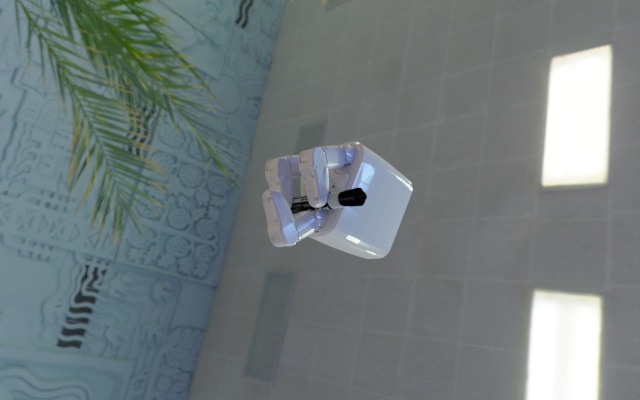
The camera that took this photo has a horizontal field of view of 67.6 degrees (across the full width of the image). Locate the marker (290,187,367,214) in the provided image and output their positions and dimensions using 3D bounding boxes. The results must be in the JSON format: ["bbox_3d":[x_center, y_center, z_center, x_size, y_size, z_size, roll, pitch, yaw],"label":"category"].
[{"bbox_3d":[0.000,0.002,0.508,0.121,0.020,0.020,-8,-6,44],"label":"marker"}]
